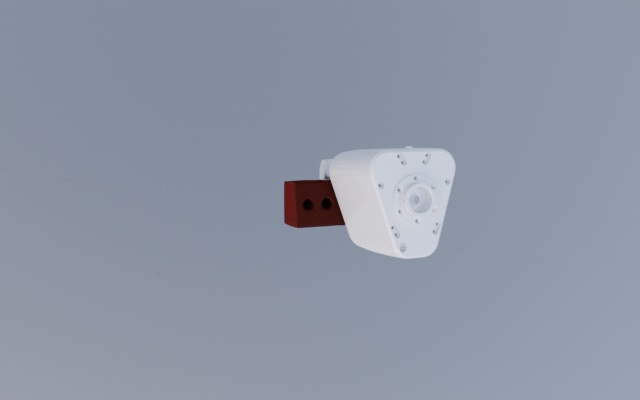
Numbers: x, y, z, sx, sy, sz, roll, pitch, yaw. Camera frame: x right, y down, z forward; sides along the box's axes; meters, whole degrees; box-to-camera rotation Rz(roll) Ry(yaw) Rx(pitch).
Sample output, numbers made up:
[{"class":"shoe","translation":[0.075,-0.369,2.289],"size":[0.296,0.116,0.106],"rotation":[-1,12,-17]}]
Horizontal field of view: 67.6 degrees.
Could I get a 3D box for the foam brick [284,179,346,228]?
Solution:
[{"class":"foam brick","translation":[0.000,0.002,0.559],"size":[0.078,0.053,0.051],"rotation":[-4,5,-18]}]
